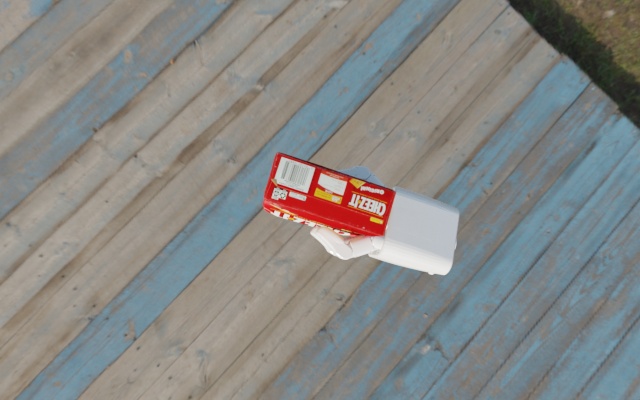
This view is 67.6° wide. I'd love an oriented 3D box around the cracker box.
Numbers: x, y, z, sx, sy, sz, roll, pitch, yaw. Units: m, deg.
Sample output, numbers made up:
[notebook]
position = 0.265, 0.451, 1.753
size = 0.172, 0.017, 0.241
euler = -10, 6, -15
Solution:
[cracker box]
position = 0.000, 0.002, 0.704
size = 0.164, 0.072, 0.214
euler = 18, -7, -5
